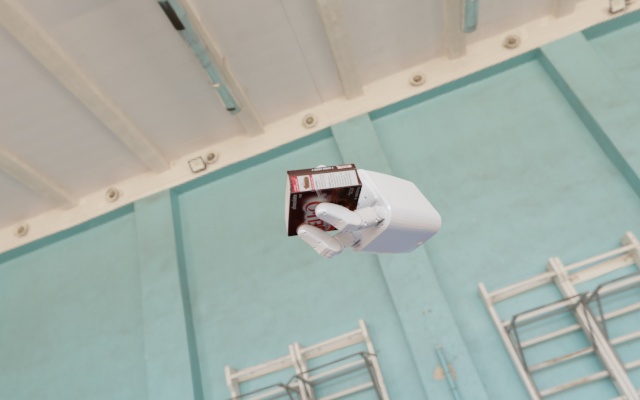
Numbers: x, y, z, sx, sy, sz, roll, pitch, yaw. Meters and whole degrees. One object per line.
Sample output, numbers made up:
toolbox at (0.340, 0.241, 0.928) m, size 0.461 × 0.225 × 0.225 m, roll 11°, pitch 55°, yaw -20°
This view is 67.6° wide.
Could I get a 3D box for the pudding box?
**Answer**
pudding box at (0.000, 0.002, 0.618) m, size 0.090 × 0.039 × 0.114 m, roll -8°, pitch -33°, yaw -10°
